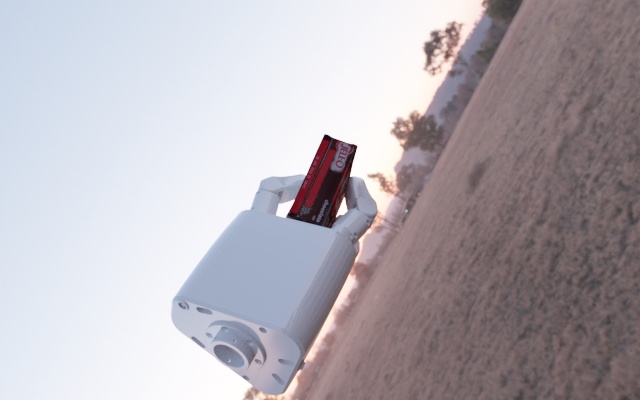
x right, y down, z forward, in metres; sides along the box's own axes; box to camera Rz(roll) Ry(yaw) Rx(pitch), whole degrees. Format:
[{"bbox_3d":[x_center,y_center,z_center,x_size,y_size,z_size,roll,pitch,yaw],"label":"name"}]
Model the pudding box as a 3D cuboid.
[{"bbox_3d":[0.000,0.002,0.467,0.039,0.090,0.113,23,-20,4],"label":"pudding box"}]
